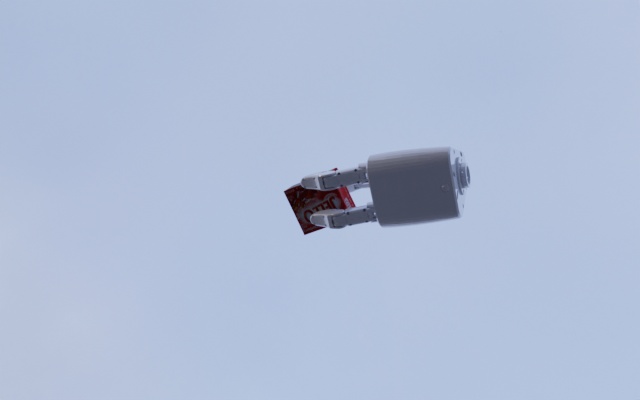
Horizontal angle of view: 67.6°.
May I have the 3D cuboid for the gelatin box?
[{"bbox_3d":[0.000,0.002,0.686,0.089,0.073,0.030,-20,8,34],"label":"gelatin box"}]
